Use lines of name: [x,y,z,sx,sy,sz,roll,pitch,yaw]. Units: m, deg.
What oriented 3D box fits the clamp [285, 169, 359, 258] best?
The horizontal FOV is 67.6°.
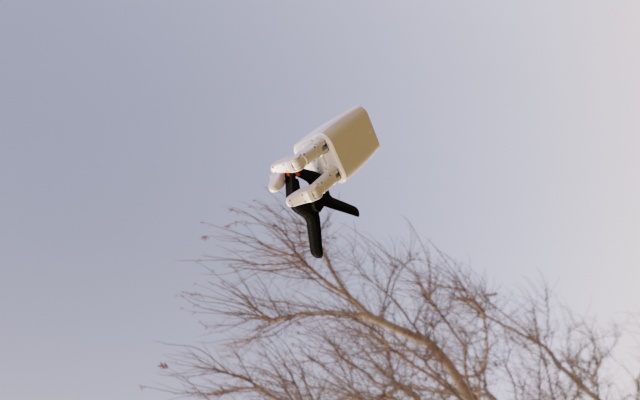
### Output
clamp: [0.000,0.003,0.831,0.120,0.171,0.039,-41,29,-29]
